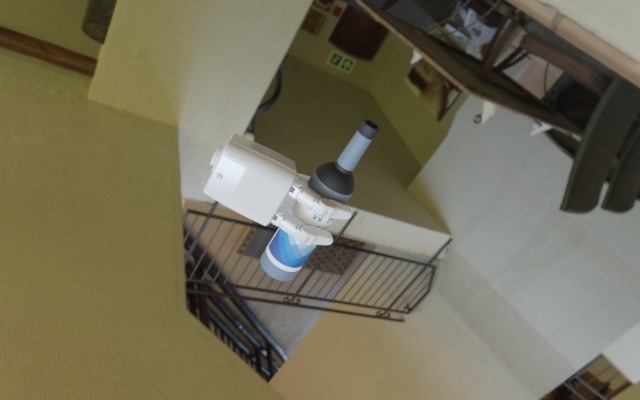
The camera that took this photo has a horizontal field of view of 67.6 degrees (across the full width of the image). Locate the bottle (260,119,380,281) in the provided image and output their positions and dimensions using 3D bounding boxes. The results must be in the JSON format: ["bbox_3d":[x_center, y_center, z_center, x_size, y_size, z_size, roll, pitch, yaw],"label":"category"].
[{"bbox_3d":[0.000,0.003,0.735,0.069,0.296,0.069,25,29,-15],"label":"bottle"}]
